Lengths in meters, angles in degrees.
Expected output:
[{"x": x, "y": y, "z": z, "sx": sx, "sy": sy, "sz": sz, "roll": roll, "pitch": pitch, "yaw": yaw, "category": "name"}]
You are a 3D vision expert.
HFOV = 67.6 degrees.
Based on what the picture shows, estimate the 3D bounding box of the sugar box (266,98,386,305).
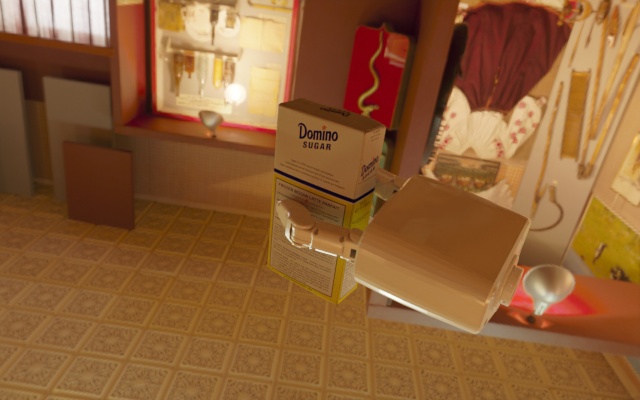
[{"x": 0.000, "y": 0.001, "z": 0.452, "sx": 0.093, "sy": 0.176, "sz": 0.048, "roll": 23, "pitch": 29, "yaw": 27, "category": "sugar box"}]
